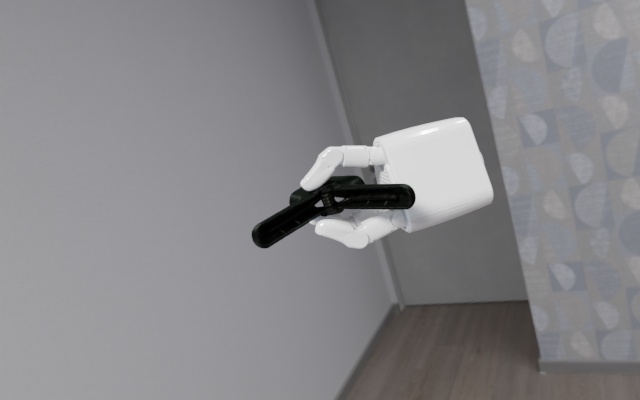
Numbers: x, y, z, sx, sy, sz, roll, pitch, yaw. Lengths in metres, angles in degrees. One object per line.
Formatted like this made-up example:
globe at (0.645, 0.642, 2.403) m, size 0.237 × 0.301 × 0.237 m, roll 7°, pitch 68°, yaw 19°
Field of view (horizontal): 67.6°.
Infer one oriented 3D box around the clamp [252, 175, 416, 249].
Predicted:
clamp at (0.000, 0.001, 0.550) m, size 0.164 × 0.036 × 0.210 m, roll -16°, pitch 11°, yaw -6°
